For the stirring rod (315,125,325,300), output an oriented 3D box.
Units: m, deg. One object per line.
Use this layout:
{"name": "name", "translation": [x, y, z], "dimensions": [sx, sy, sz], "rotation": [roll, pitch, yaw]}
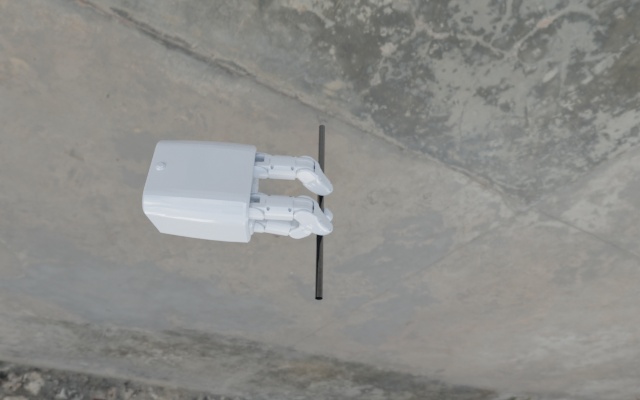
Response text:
{"name": "stirring rod", "translation": [0.000, 0.002, 0.557], "dimensions": [0.011, 0.239, 0.011], "rotation": [1, -35, 0]}
